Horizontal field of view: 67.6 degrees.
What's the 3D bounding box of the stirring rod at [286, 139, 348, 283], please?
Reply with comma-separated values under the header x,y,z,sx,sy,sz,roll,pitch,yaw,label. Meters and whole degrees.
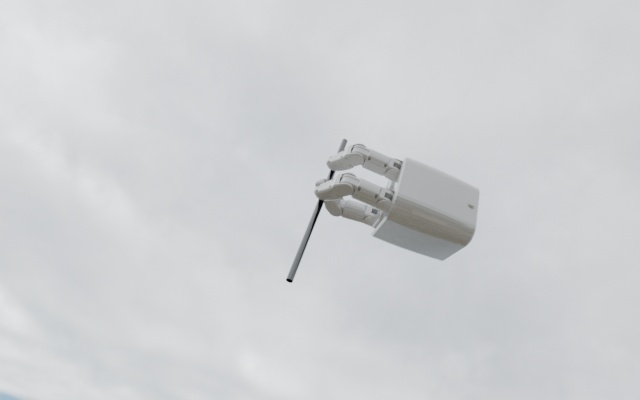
x,y,z,sx,sy,sz,roll,pitch,yaw,label
0.000,0.002,0.603,0.011,0.239,0.011,13,-40,11,stirring rod
